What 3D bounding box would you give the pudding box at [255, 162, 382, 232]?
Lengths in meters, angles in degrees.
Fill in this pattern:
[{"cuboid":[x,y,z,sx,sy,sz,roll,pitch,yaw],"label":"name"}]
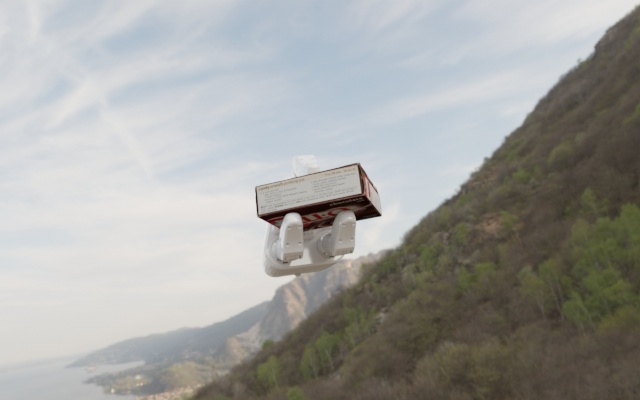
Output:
[{"cuboid":[0.000,0.001,0.499,0.113,0.039,0.090,-14,-17,14],"label":"pudding box"}]
